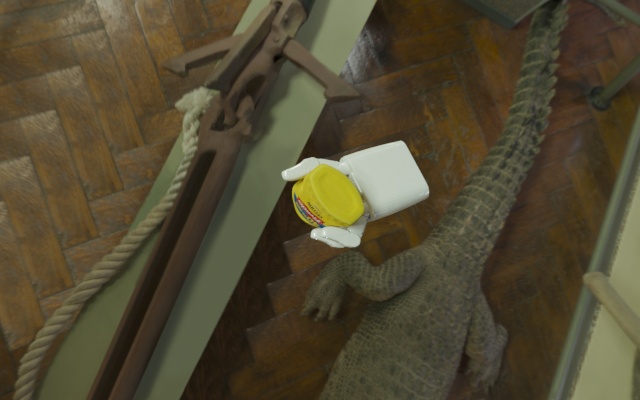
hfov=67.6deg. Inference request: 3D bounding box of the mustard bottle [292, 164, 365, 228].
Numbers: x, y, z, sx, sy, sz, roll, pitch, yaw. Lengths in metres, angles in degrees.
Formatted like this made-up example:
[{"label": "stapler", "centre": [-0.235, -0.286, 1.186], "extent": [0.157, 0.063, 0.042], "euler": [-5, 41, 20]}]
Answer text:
[{"label": "mustard bottle", "centre": [0.000, 0.003, 0.754], "extent": [0.058, 0.096, 0.191], "euler": [-44, 5, -16]}]
